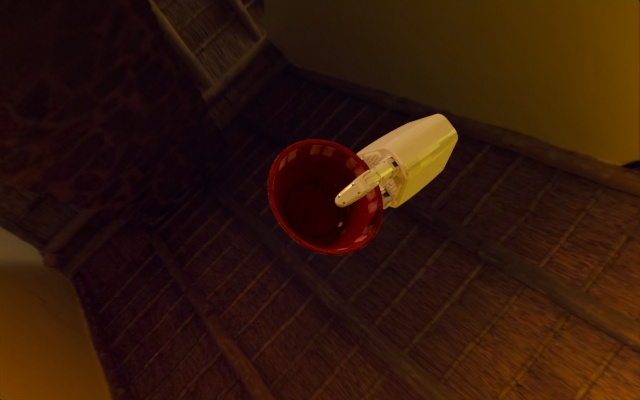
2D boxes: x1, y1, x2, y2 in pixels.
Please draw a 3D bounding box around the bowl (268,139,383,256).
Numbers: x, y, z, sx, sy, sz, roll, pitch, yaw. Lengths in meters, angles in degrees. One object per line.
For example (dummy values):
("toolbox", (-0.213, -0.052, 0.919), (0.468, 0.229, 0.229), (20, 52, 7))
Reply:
("bowl", (-0.001, 0.003, 0.633), (0.162, 0.162, 0.055), (0, -22, -25))
